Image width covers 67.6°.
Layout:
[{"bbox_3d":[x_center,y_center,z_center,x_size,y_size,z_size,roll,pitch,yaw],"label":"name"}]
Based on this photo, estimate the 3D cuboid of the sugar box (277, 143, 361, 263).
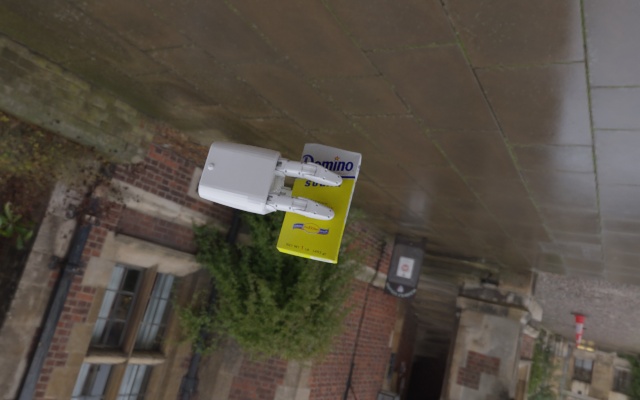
[{"bbox_3d":[0.000,0.002,0.745,0.093,0.176,0.048,12,-11,7],"label":"sugar box"}]
